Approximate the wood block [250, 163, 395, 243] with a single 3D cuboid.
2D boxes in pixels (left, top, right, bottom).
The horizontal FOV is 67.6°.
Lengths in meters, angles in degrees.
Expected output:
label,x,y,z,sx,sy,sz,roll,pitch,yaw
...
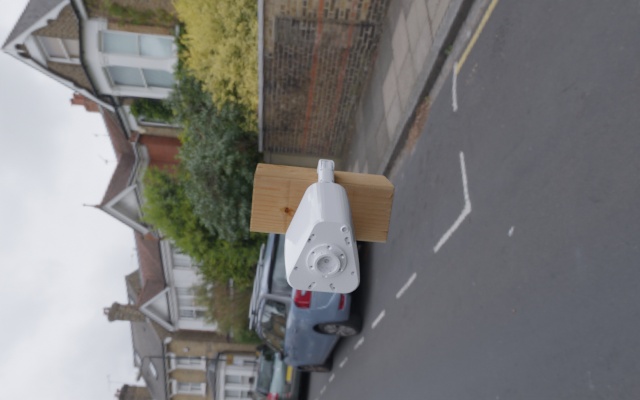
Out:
label,x,y,z,sx,sy,sz,roll,pitch,yaw
wood block,0.000,0.002,0.743,0.206,0.091,0.090,6,14,-5
